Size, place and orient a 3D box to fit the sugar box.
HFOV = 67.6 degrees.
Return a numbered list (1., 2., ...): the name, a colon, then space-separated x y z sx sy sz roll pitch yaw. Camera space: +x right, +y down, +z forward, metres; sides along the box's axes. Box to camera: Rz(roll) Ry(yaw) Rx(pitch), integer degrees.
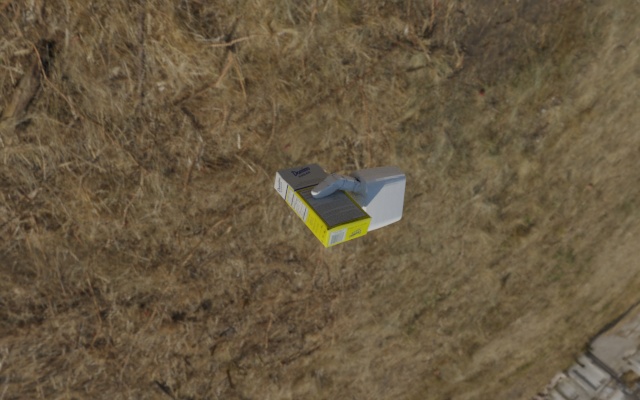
1. sugar box: 0.000 0.003 0.856 0.093 0.048 0.176 -14 42 -32
